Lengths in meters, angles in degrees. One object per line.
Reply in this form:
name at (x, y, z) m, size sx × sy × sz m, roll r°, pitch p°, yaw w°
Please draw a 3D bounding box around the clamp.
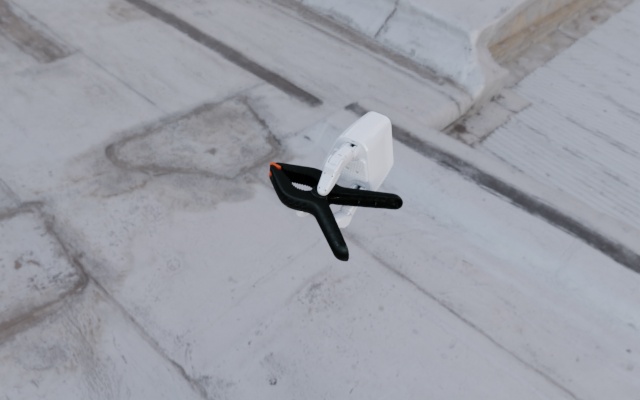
clamp at (0.000, 0.001, 0.716) m, size 0.210 × 0.036 × 0.164 m, roll 25°, pitch 42°, yaw 18°
